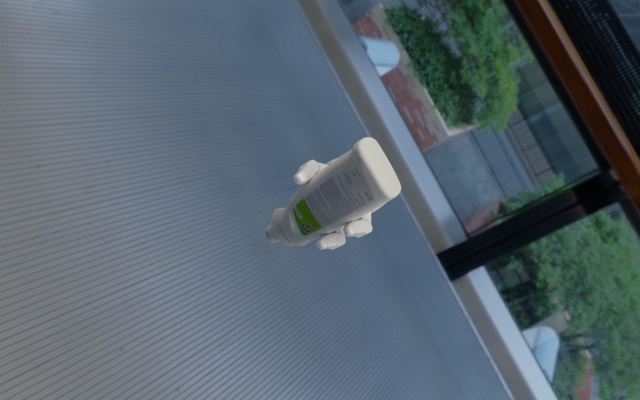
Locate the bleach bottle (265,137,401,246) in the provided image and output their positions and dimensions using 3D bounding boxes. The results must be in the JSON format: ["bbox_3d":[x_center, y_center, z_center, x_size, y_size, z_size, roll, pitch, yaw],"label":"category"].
[{"bbox_3d":[0.000,0.003,0.767,0.251,0.102,0.068,-29,0,34],"label":"bleach bottle"}]
